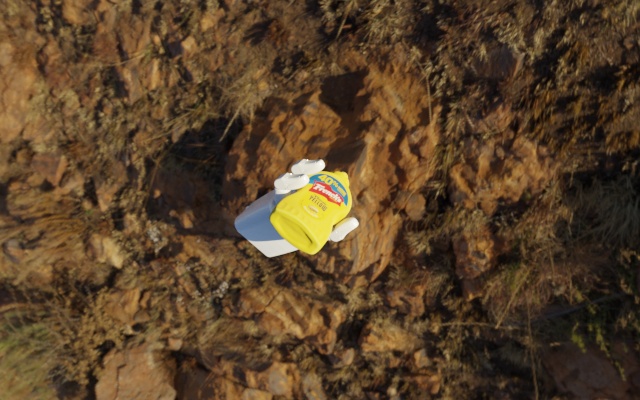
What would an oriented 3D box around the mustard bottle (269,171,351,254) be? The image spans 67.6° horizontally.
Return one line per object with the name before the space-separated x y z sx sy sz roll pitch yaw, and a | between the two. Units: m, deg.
mustard bottle | 0.000 0.003 0.805 0.096 0.058 0.191 38 41 3
